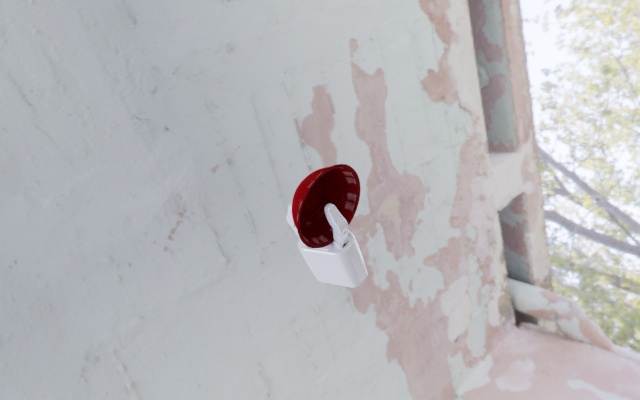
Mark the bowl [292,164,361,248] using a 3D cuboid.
[{"bbox_3d":[0.000,0.002,0.863,0.055,0.162,0.162,28,17,37],"label":"bowl"}]
